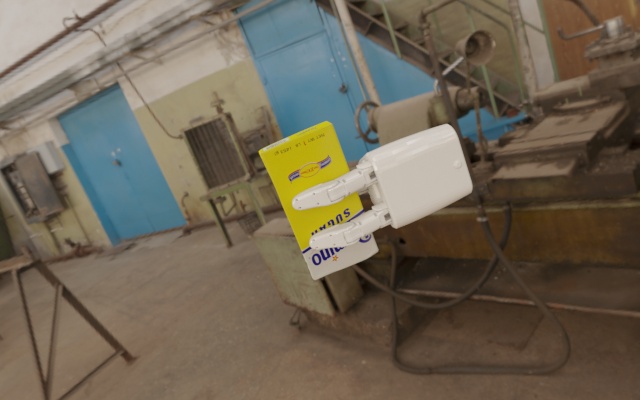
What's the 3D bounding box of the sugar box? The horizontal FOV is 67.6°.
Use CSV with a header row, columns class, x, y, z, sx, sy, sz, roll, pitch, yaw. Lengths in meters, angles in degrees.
class,x,y,z,sx,sy,sz,roll,pitch,yaw
sugar box,0.000,0.002,0.590,0.093,0.176,0.048,-23,15,-3
